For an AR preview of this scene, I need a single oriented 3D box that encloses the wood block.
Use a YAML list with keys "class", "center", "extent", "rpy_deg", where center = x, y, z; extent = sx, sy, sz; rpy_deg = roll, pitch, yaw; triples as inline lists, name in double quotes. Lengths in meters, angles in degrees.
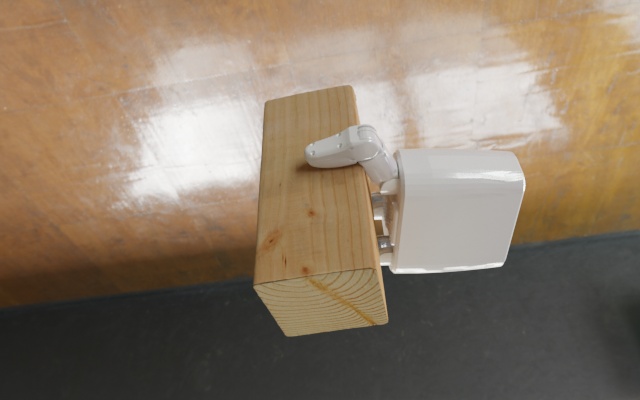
- class: "wood block"
  center: [0.000, 0.001, 0.428]
  extent: [0.090, 0.206, 0.091]
  rpy_deg: [-9, -41, 8]
